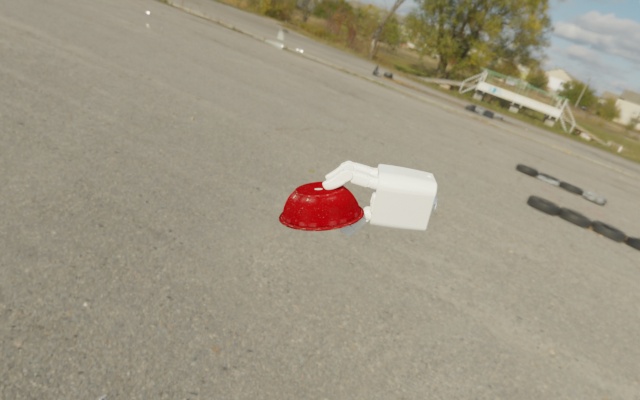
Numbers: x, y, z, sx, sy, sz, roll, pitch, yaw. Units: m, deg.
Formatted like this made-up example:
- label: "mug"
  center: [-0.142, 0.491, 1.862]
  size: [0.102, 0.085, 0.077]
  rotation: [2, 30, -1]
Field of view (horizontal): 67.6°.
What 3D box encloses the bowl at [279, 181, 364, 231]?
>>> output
- label: "bowl"
  center: [-0.001, 0.003, 0.891]
  size: [0.162, 0.055, 0.162]
  rotation: [-4, 18, 1]
